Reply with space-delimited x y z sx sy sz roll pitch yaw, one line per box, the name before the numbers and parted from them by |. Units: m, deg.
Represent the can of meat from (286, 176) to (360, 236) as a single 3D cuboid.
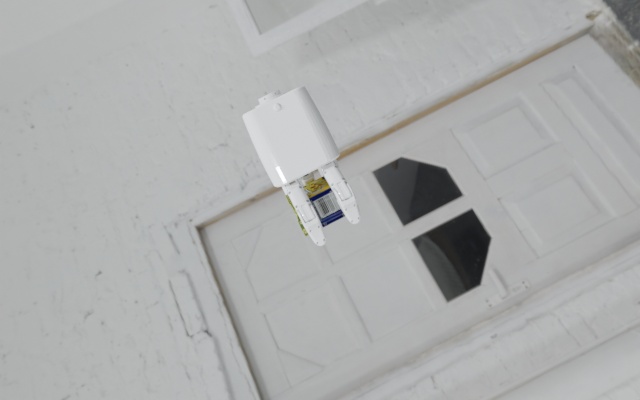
can of meat | 0.000 0.002 0.692 0.084 0.057 0.102 -27 15 -3
